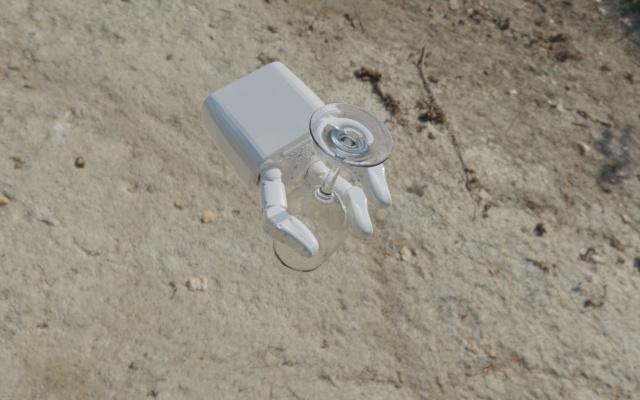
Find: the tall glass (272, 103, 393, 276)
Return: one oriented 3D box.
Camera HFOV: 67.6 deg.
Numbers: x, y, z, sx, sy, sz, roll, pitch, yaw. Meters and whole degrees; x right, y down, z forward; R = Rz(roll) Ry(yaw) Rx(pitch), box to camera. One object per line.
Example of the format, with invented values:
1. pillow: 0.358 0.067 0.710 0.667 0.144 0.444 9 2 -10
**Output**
1. tall glass: 0.000 0.001 0.477 0.079 0.079 0.201 0 -36 -19
